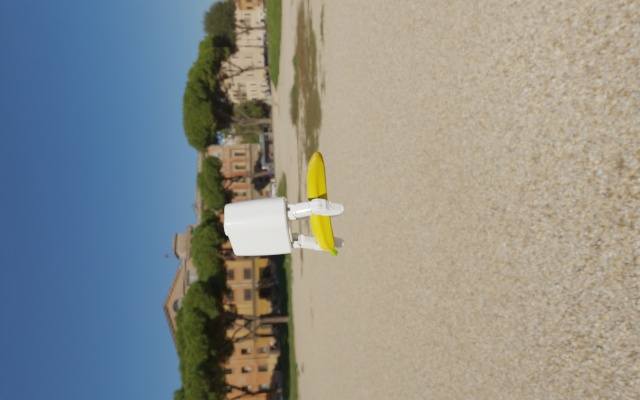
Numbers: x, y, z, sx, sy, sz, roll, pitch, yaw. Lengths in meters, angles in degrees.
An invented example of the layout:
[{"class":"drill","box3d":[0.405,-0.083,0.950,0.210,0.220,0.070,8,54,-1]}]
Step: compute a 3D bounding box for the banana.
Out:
[{"class":"banana","box3d":[-0.002,0.005,0.863,0.037,0.198,0.069,-8,-5,7]}]
